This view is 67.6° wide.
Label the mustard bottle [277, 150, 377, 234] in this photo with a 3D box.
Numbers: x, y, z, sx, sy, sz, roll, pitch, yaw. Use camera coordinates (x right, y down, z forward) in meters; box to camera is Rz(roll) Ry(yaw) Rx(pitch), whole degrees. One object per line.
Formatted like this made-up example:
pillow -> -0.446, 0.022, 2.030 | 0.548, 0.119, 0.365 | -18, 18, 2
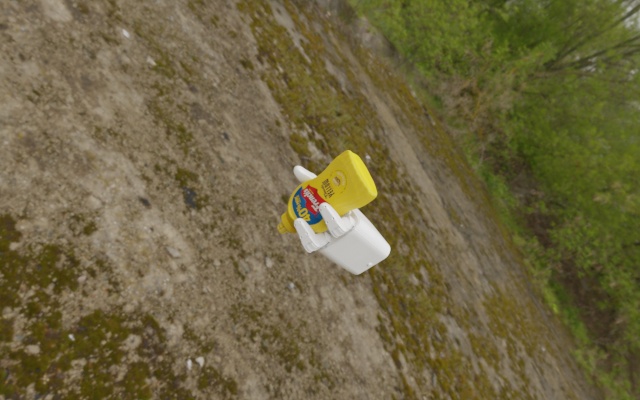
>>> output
mustard bottle -> 0.000, 0.002, 0.835 | 0.192, 0.096, 0.058 | -35, -28, 21
